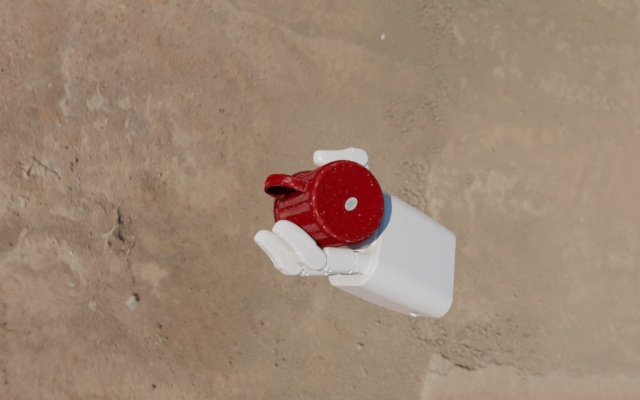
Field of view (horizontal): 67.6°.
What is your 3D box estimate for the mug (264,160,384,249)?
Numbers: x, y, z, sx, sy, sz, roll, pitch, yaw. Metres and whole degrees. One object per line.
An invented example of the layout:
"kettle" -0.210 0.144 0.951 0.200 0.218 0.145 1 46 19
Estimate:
"mug" -0.001 0.001 0.475 0.117 0.093 0.081 27 -20 -20
